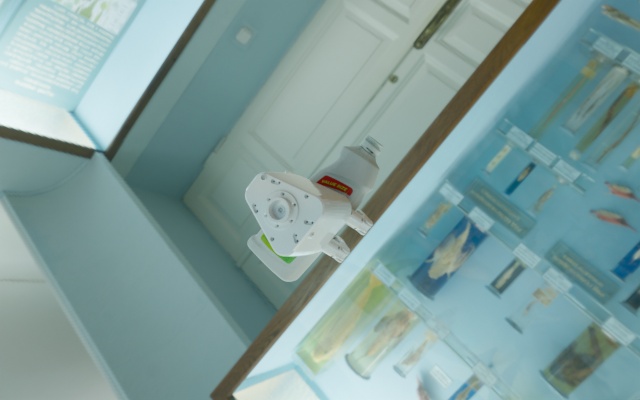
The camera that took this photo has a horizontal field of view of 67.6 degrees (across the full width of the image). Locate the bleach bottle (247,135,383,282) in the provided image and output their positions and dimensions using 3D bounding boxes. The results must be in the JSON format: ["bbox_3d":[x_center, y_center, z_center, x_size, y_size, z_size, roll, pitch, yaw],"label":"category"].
[{"bbox_3d":[0.000,0.003,0.736,0.102,0.251,0.068,42,12,17],"label":"bleach bottle"}]
